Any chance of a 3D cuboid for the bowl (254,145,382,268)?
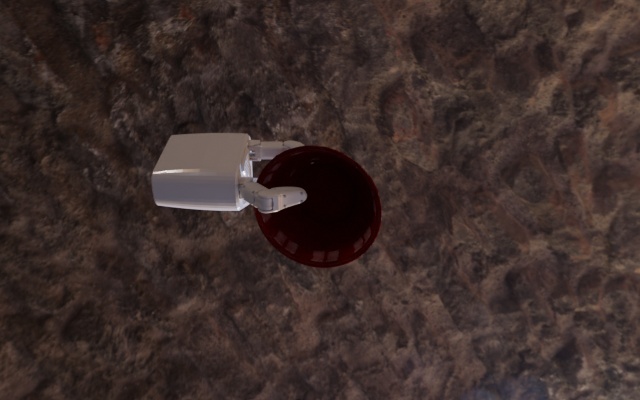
[{"bbox_3d":[0.001,0.002,0.602,0.162,0.162,0.055,0,22,15],"label":"bowl"}]
